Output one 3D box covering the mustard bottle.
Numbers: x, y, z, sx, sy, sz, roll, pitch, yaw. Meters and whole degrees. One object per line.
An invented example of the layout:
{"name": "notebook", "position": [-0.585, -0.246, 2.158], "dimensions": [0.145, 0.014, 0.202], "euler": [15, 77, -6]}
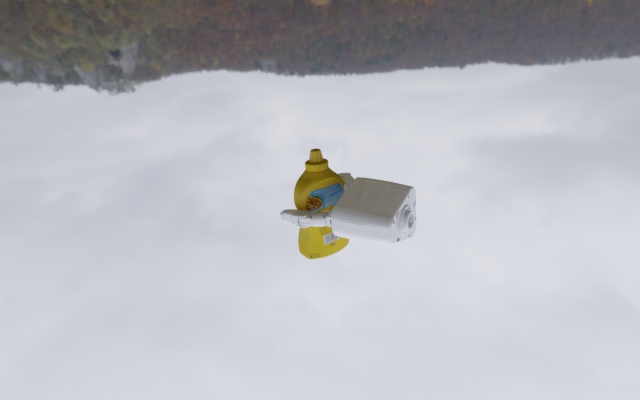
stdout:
{"name": "mustard bottle", "position": [0.000, 0.003, 0.840], "dimensions": [0.096, 0.192, 0.058], "euler": [-18, 26, -28]}
